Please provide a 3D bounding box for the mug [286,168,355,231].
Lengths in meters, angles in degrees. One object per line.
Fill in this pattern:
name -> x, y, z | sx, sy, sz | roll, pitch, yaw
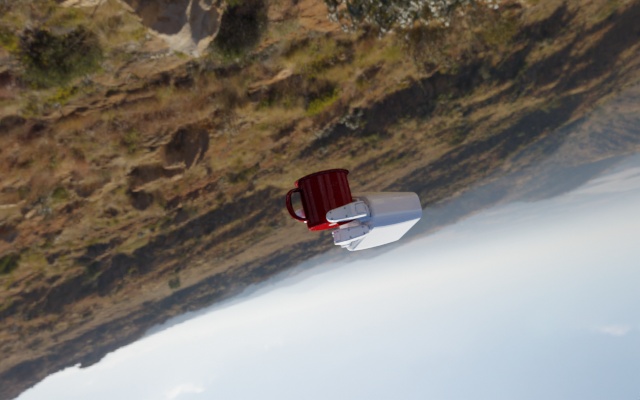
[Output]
mug -> -0.001, 0.003, 0.772 | 0.117, 0.081, 0.093 | -8, -12, -28
